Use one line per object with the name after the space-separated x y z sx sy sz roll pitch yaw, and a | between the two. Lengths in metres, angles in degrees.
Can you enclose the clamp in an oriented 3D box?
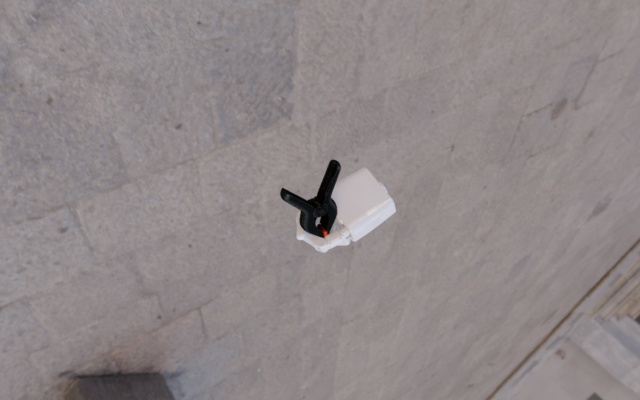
0.000 0.003 0.876 0.120 0.039 0.172 -32 -37 -7 | clamp
